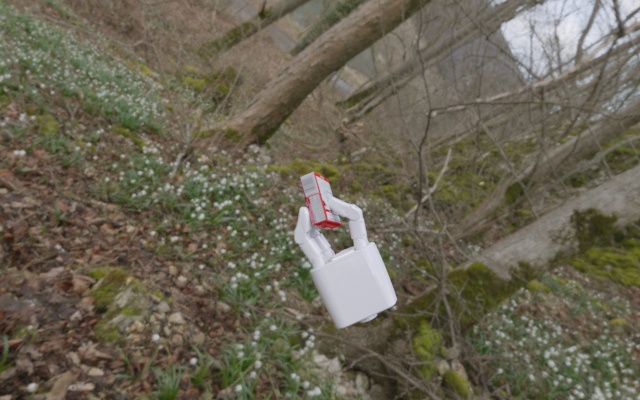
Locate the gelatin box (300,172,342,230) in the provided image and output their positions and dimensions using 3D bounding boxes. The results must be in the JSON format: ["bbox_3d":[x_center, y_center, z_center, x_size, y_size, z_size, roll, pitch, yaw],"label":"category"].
[{"bbox_3d":[0.000,0.002,0.805,0.030,0.089,0.073,-20,-14,16],"label":"gelatin box"}]
